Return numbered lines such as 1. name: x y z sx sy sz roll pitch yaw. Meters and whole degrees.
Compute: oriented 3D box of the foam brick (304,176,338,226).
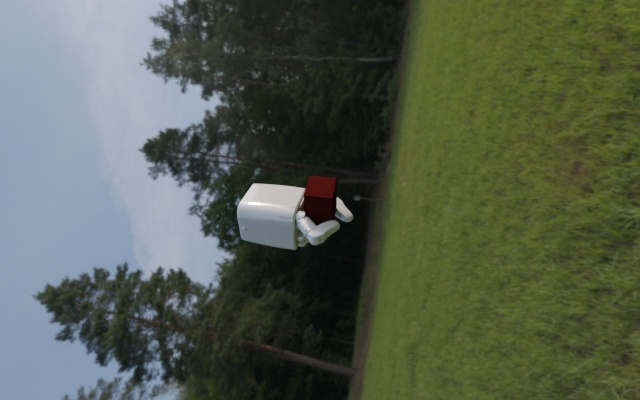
1. foam brick: 0.000 0.003 0.845 0.051 0.078 0.053 8 45 8
